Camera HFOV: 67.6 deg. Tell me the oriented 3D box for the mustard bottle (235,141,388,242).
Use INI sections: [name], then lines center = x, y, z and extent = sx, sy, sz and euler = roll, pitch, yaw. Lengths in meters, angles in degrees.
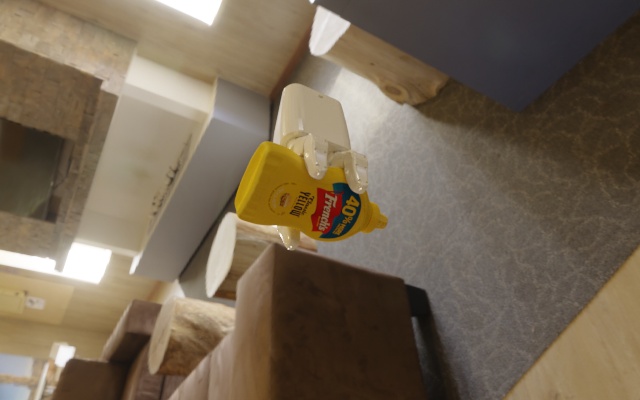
[mustard bottle]
center = 0.000, 0.002, 0.584
extent = 0.192, 0.096, 0.058
euler = 18, 22, -25
